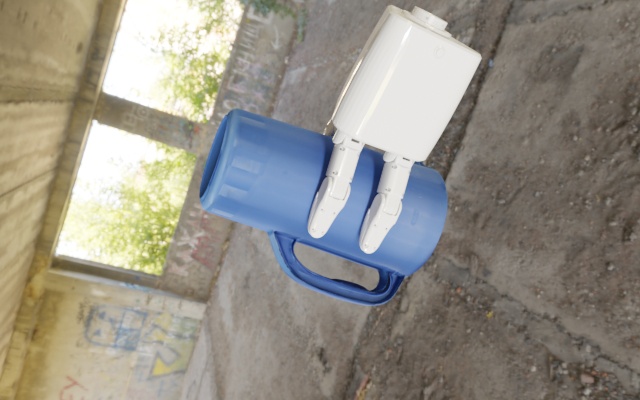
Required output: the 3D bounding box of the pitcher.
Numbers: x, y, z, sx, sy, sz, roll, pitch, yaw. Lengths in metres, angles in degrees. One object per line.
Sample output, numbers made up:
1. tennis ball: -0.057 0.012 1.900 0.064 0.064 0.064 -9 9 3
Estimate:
1. pitcher: 0.000 0.001 0.510 0.243 0.145 0.149 18 30 -20
